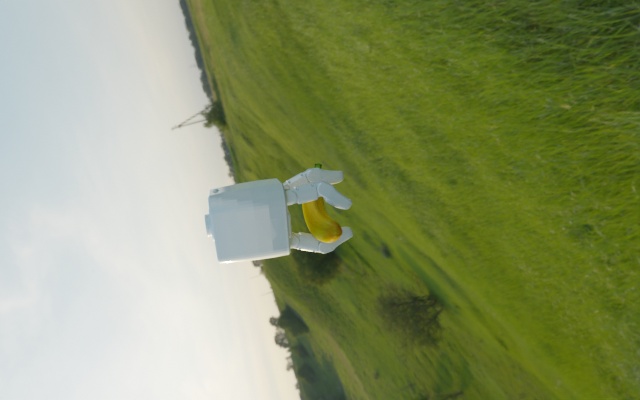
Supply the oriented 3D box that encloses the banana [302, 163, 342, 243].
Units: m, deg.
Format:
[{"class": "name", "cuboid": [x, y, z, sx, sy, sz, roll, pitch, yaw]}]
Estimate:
[{"class": "banana", "cuboid": [-0.003, 0.016, 0.737, 0.037, 0.070, 0.197, 1, 32, -13]}]
